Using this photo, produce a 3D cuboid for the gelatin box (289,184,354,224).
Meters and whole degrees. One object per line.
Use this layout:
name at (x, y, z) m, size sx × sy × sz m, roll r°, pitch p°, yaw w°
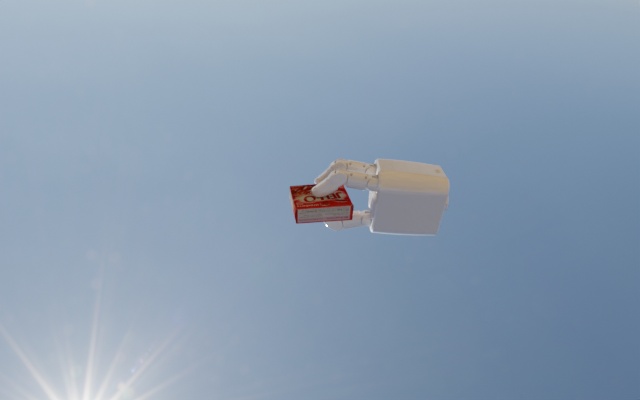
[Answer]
gelatin box at (0.000, 0.003, 0.738) m, size 0.089 × 0.030 × 0.073 m, roll -4°, pitch 30°, yaw -9°
